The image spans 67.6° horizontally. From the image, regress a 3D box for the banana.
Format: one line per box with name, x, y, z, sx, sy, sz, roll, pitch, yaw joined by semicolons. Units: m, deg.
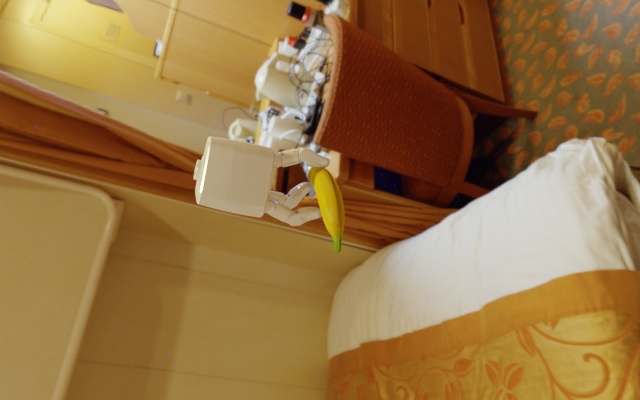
banana;0.006;-0.009;0.784;0.037;0.070;0.197;6;39;-19
